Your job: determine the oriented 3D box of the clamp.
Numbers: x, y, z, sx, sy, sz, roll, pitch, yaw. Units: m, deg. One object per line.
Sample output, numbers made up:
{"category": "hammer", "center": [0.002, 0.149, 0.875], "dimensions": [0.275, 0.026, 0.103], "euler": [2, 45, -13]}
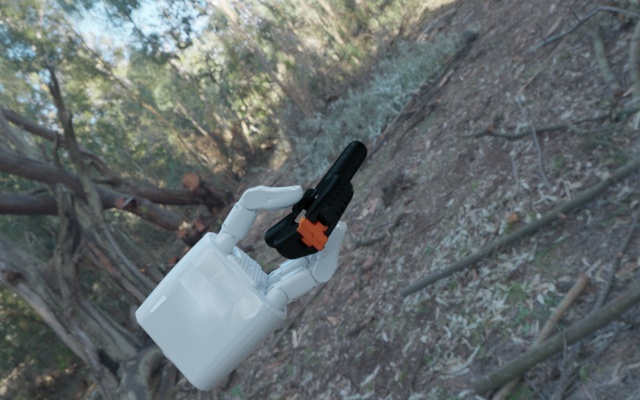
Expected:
{"category": "clamp", "center": [-0.001, 0.001, 0.482], "dimensions": [0.036, 0.164, 0.210], "euler": [42, 1, -7]}
